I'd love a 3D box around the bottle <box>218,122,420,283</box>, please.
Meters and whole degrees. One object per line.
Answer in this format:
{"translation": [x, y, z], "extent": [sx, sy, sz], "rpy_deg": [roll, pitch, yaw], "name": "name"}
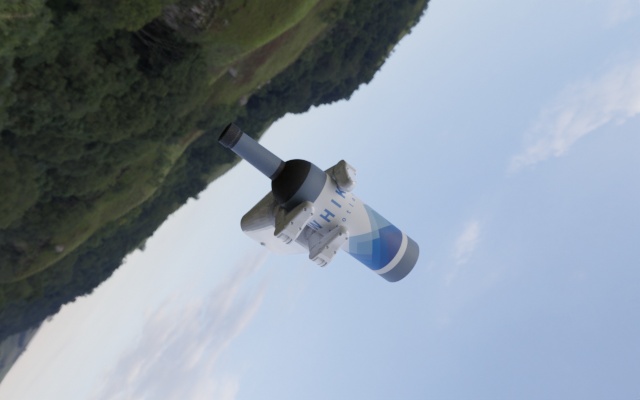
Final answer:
{"translation": [0.000, 0.002, 0.603], "extent": [0.296, 0.069, 0.069], "rpy_deg": [36, -15, -21], "name": "bottle"}
